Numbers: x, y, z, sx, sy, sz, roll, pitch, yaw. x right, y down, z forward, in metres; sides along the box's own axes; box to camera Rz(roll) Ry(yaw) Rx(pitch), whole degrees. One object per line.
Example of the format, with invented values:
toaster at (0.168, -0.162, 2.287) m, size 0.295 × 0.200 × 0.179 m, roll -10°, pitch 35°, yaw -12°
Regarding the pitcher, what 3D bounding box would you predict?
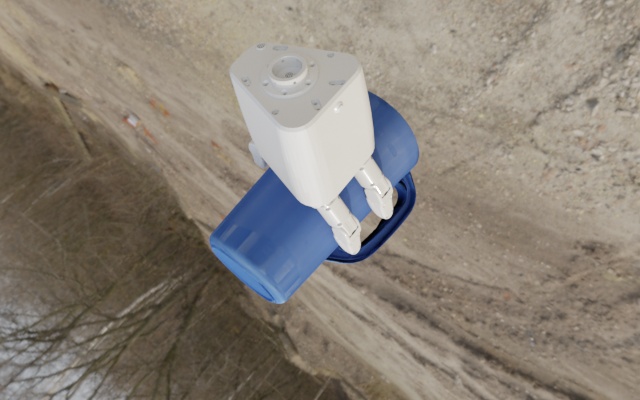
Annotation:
pitcher at (0.000, 0.002, 0.549) m, size 0.149 × 0.242 × 0.145 m, roll 32°, pitch -21°, yaw 25°
